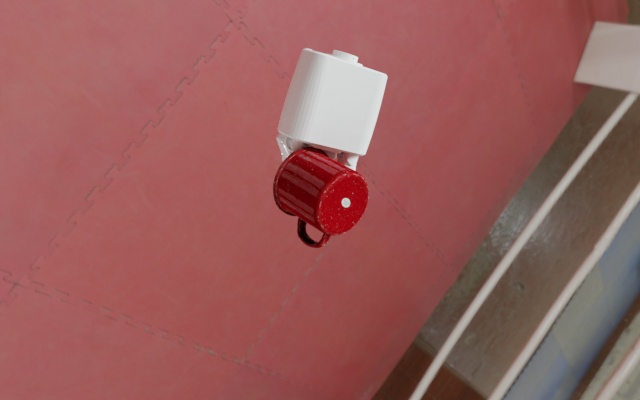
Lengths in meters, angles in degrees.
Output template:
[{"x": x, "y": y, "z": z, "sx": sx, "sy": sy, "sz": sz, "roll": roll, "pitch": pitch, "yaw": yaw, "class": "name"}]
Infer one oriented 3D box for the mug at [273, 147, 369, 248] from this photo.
[{"x": 0.000, "y": 0.003, "z": 0.578, "sx": 0.093, "sy": 0.117, "sz": 0.081, "roll": 3, "pitch": 19, "yaw": -42, "class": "mug"}]
